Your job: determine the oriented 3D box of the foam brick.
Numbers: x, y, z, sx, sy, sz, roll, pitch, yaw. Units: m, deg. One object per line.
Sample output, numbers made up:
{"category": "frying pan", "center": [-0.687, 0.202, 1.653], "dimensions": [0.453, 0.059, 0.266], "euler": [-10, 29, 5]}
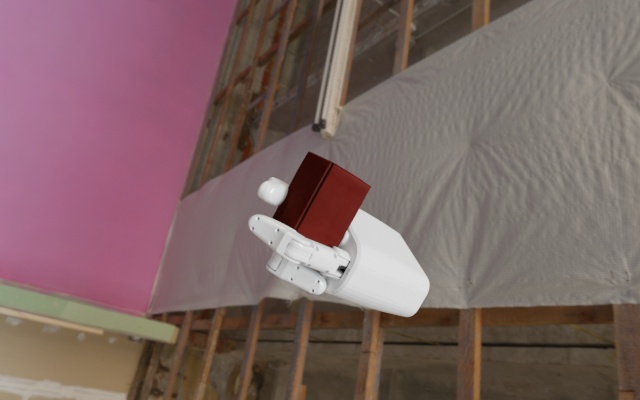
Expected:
{"category": "foam brick", "center": [0.000, 0.001, 0.455], "dimensions": [0.051, 0.078, 0.053], "euler": [26, 6, -31]}
